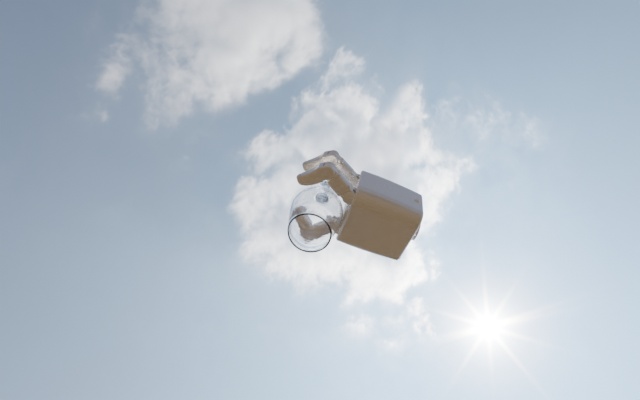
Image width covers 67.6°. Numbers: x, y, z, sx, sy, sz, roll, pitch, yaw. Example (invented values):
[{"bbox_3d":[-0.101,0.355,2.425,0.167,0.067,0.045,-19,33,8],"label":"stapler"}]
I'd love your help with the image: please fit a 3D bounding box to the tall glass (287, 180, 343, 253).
[{"bbox_3d":[0.000,0.002,0.739,0.079,0.079,0.201,0,25,10],"label":"tall glass"}]
